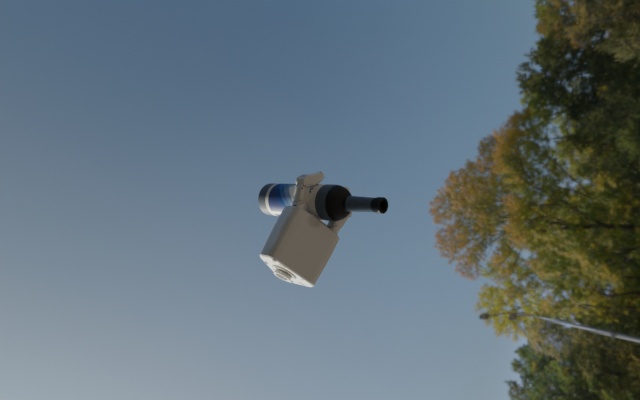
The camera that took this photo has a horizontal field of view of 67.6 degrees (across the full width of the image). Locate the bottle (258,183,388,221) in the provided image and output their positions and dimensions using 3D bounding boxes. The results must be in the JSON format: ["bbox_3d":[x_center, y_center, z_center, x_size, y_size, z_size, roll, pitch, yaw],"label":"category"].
[{"bbox_3d":[0.000,0.003,0.893,0.295,0.069,0.069,3,2,45],"label":"bottle"}]
